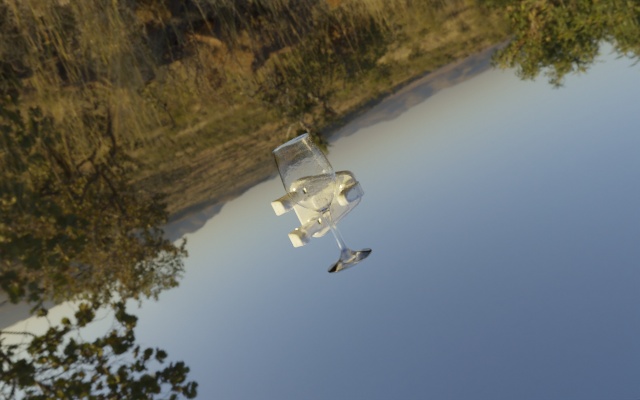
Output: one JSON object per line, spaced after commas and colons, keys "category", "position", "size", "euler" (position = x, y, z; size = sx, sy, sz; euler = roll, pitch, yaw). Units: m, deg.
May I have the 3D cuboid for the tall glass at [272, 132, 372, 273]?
{"category": "tall glass", "position": [0.000, 0.003, 0.710], "size": [0.079, 0.201, 0.079], "euler": [-26, 5, 3]}
